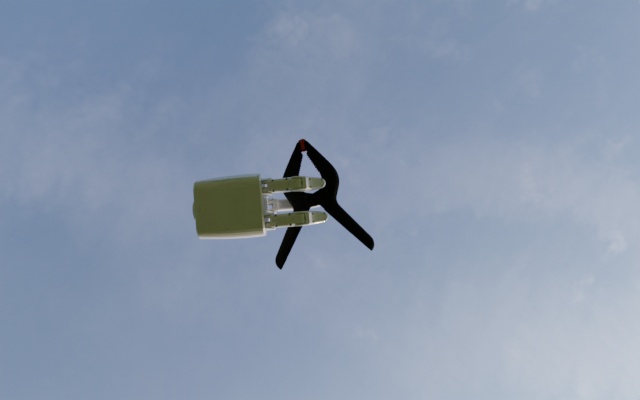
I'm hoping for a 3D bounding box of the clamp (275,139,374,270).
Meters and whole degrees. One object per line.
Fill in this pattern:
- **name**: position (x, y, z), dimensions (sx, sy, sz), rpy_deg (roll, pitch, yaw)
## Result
- **clamp**: position (0.000, 0.002, 0.788), dimensions (0.164, 0.210, 0.036), rpy_deg (-5, -1, -2)
